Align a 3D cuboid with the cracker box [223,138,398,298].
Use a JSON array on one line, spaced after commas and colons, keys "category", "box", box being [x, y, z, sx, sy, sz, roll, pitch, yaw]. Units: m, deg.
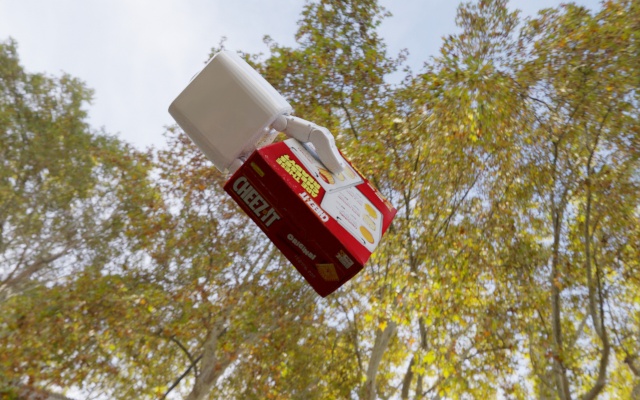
[{"category": "cracker box", "box": [0.000, 0.002, 0.587, 0.072, 0.164, 0.213, -44, -2, 23]}]
